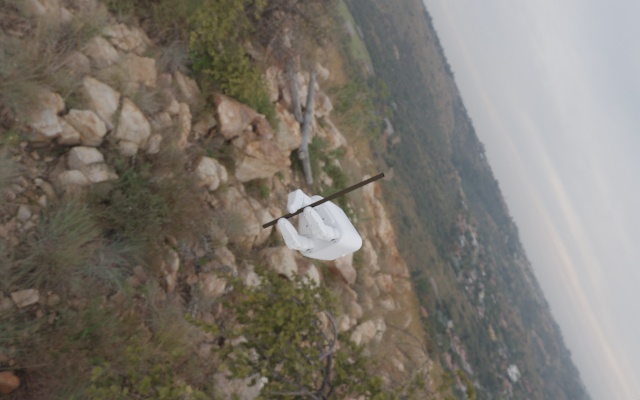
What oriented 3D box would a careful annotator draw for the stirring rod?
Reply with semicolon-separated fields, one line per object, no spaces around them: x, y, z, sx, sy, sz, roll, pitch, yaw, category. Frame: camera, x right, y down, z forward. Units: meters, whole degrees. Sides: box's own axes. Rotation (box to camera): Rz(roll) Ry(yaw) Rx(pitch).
0.000;0.003;0.826;0.239;0.011;0.011;-24;-9;20;stirring rod
